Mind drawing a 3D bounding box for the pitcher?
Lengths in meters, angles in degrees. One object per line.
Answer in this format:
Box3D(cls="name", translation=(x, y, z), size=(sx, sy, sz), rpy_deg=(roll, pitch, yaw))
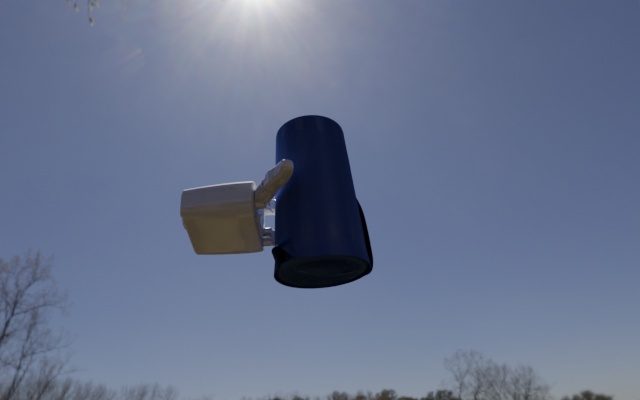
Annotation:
Box3D(cls="pitcher", translation=(0.000, 0.002, 0.710), size=(0.145, 0.242, 0.149), rpy_deg=(-5, -28, 0))
